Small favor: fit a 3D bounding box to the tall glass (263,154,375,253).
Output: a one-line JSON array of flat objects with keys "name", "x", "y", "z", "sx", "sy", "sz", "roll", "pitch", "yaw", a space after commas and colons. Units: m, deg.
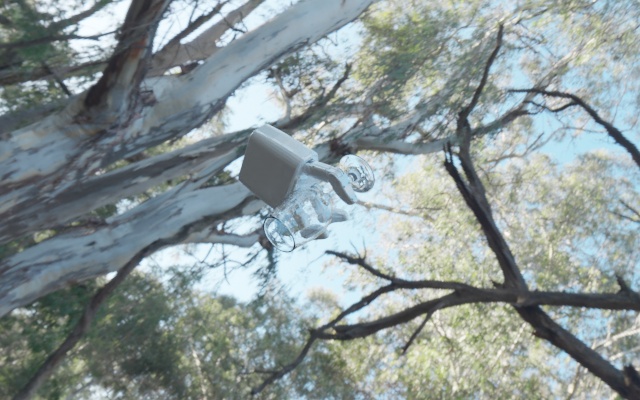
[{"name": "tall glass", "x": 0.001, "y": 0.002, "z": 0.753, "sx": 0.079, "sy": 0.079, "sz": 0.201, "roll": 0, "pitch": 29, "yaw": 44}]
